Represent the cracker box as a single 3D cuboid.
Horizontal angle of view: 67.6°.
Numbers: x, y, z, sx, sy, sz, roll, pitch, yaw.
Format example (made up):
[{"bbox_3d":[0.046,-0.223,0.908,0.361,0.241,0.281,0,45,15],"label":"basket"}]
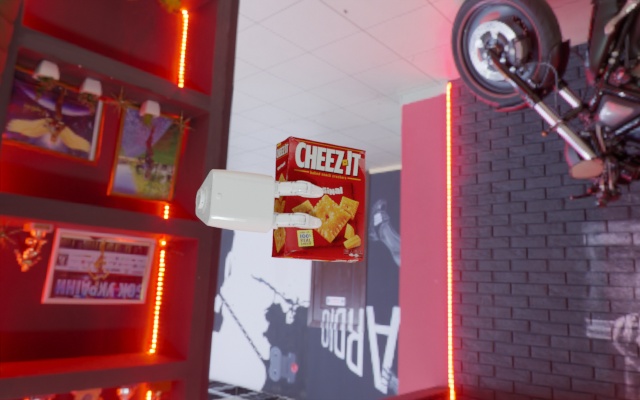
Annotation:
[{"bbox_3d":[0.000,0.003,0.879,0.164,0.213,0.072,7,-11,-27],"label":"cracker box"}]
